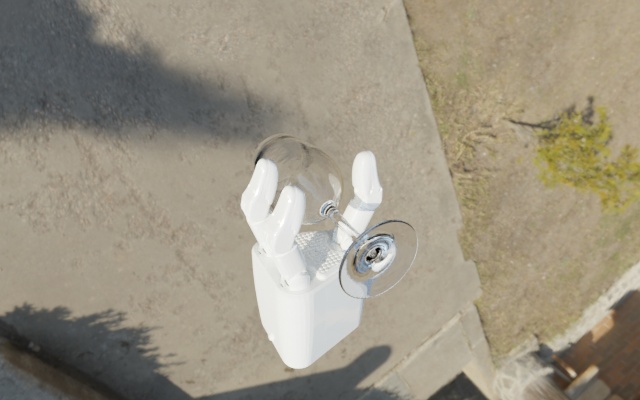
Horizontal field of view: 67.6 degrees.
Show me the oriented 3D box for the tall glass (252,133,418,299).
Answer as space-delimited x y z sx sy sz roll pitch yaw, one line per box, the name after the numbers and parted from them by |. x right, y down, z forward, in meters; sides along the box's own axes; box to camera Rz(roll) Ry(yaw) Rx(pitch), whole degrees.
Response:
0.000 0.002 0.449 0.079 0.079 0.201 0 28 -32 | tall glass
